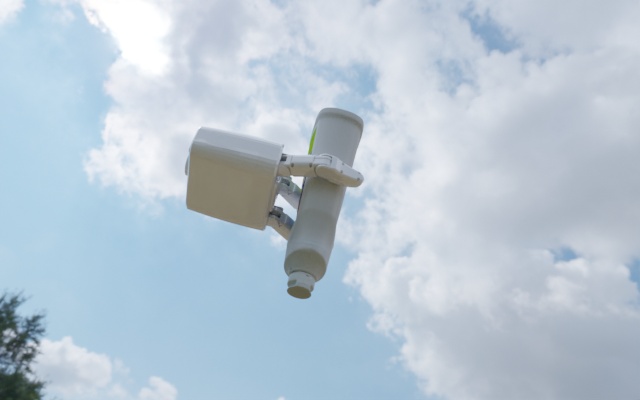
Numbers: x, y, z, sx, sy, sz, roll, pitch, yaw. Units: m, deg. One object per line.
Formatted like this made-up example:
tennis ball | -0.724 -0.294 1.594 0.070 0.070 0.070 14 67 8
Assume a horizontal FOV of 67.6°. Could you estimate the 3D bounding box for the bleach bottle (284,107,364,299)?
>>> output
bleach bottle | 0.000 0.002 0.600 0.068 0.250 0.103 15 -38 -2
